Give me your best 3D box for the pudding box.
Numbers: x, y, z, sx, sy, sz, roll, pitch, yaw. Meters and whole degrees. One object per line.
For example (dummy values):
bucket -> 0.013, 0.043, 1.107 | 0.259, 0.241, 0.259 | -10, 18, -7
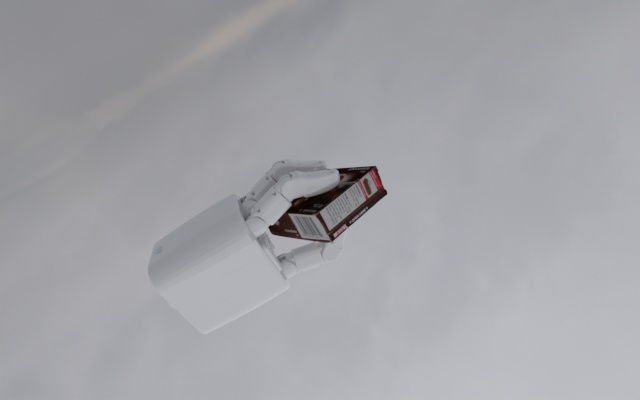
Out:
pudding box -> 0.000, 0.002, 0.504 | 0.090, 0.039, 0.113 | -39, 25, -29
